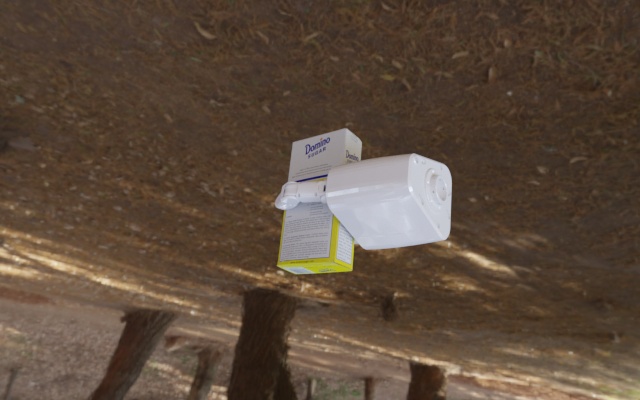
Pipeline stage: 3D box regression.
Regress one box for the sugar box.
[{"bbox_3d":[0.001,0.002,0.610,0.093,0.176,0.048,-9,-27,36],"label":"sugar box"}]
